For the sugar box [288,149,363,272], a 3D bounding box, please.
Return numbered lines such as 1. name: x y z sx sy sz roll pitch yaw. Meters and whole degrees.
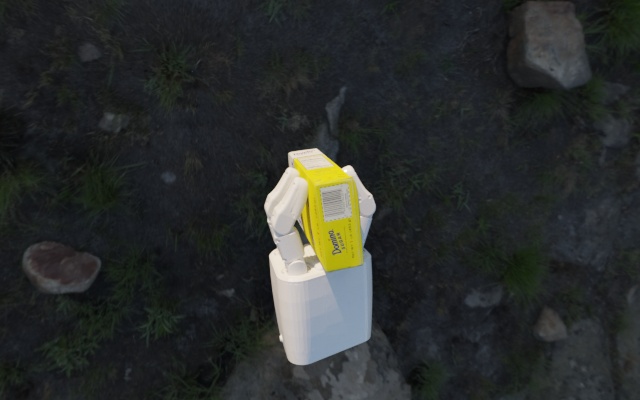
1. sugar box: 0.000 0.002 0.538 0.048 0.093 0.176 -10 16 -12
